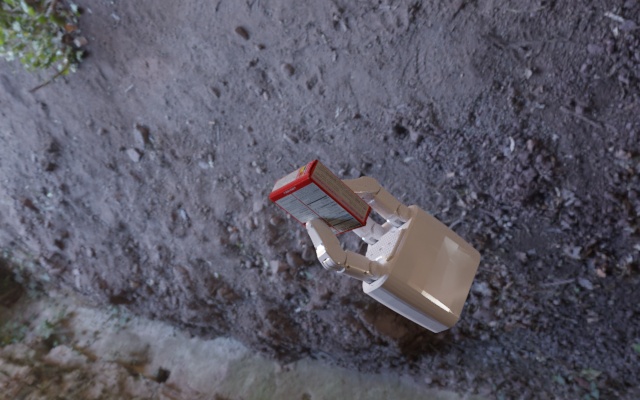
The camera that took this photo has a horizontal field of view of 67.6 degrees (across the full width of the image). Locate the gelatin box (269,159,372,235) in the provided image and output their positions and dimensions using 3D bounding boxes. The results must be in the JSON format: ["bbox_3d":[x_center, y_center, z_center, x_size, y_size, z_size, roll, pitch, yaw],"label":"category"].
[{"bbox_3d":[0.000,0.002,0.527,0.089,0.030,0.073,39,-38,-24],"label":"gelatin box"}]
